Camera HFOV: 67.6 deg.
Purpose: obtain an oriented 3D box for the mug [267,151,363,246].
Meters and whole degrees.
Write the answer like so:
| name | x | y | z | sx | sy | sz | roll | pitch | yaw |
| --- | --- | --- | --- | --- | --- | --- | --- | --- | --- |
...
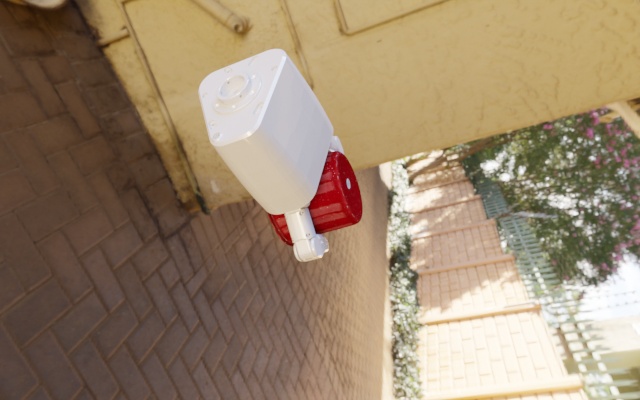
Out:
| name | x | y | z | sx | sy | sz | roll | pitch | yaw |
| --- | --- | --- | --- | --- | --- | --- | --- | --- | --- |
| mug | 0.001 | 0.002 | 0.528 | 0.081 | 0.093 | 0.117 | -16 | -38 | 18 |
